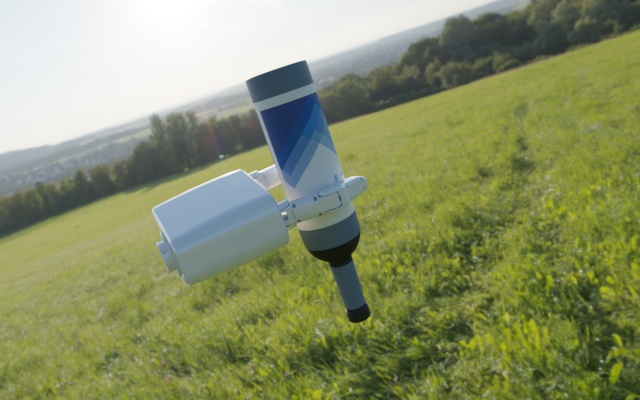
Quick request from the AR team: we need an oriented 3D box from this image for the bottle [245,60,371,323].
[{"bbox_3d":[0.000,0.001,0.524,0.069,0.296,0.069,-18,14,5],"label":"bottle"}]
